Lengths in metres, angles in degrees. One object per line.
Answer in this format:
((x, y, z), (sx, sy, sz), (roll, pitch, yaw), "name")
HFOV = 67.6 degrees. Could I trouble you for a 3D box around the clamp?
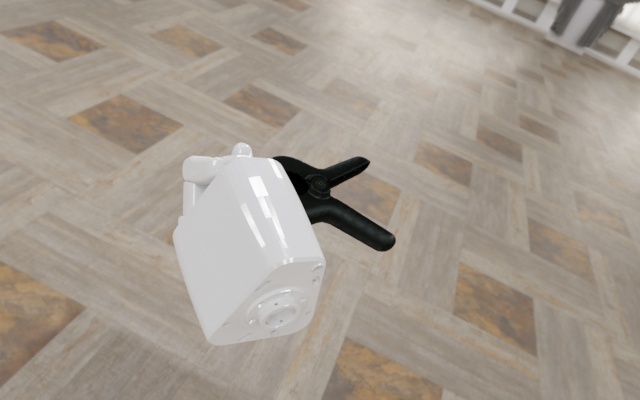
((0.000, 0.001, 0.482), (0.171, 0.120, 0.039), (-2, -40, -31), "clamp")
